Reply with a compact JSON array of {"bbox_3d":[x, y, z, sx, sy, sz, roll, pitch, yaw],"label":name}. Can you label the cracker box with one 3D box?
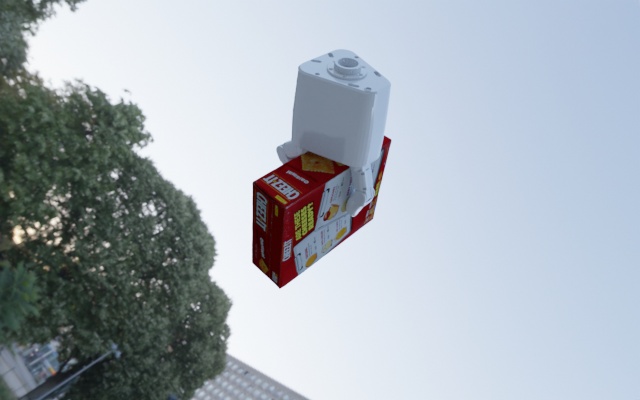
[{"bbox_3d":[0.000,0.002,0.687,0.072,0.164,0.213,36,50,27],"label":"cracker box"}]
